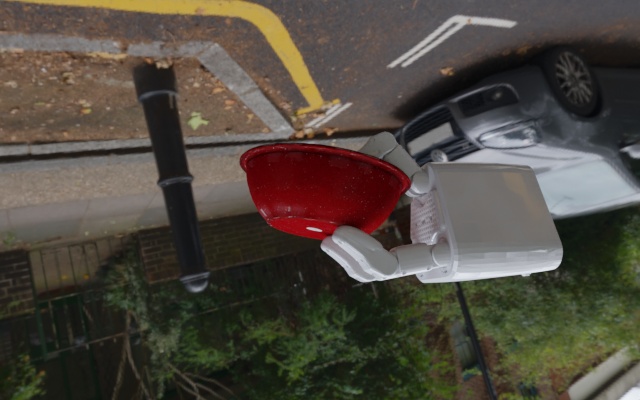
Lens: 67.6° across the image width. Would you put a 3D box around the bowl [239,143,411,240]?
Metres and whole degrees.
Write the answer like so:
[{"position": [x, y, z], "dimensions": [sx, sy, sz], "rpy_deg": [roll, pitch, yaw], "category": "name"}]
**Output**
[{"position": [-0.001, 0.002, 0.444], "dimensions": [0.162, 0.055, 0.162], "rpy_deg": [8, -14, 2], "category": "bowl"}]
